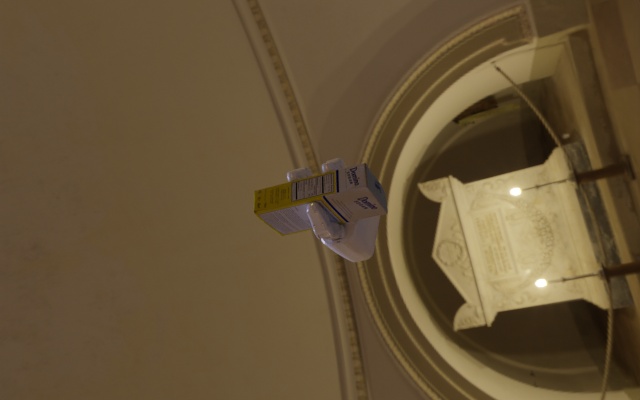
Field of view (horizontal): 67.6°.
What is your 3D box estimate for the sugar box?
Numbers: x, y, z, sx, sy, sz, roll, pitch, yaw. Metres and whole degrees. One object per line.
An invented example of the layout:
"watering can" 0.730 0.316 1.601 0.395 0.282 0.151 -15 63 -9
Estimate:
"sugar box" 0.000 0.002 0.698 0.176 0.048 0.093 -15 -31 19
